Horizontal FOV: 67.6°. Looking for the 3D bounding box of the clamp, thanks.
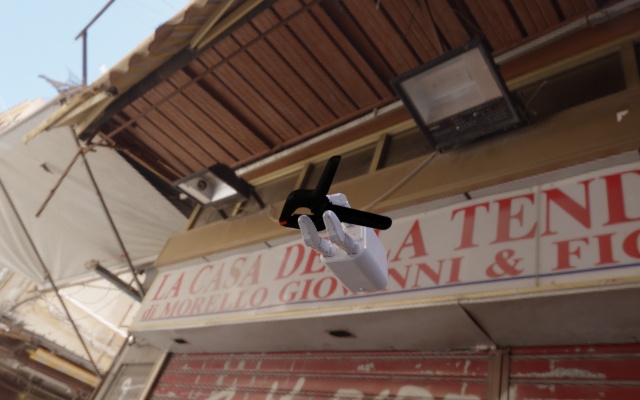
[{"bbox_3d":[0.000,0.002,0.833,0.210,0.165,0.036,-11,37,35],"label":"clamp"}]
